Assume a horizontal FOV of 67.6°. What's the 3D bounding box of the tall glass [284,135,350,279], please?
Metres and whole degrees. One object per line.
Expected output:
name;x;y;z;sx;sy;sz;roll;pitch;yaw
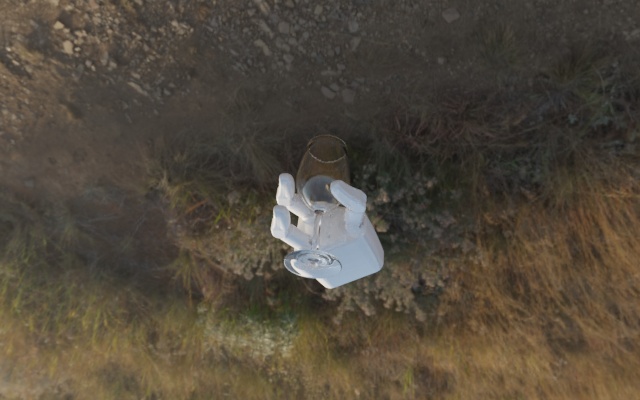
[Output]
tall glass;0.000;0.003;0.662;0.079;0.201;0.079;5;-36;3
